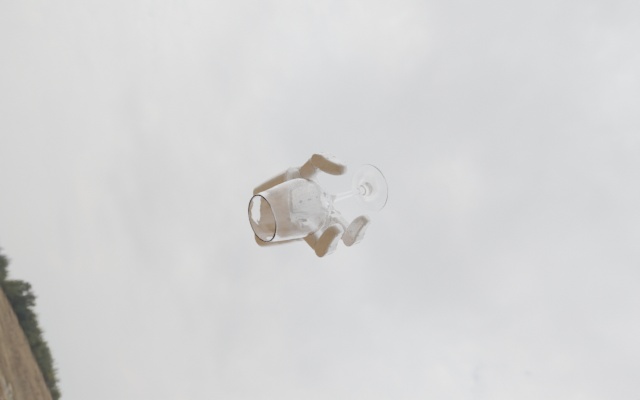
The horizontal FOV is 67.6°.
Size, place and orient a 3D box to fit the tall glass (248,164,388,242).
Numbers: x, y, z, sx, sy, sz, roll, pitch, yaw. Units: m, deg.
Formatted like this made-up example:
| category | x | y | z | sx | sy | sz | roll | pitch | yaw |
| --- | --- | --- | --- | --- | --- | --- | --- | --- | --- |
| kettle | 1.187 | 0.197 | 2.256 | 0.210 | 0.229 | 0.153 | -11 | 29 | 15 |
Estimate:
| category | x | y | z | sx | sy | sz | roll | pitch | yaw |
| --- | --- | --- | --- | --- | --- | --- | --- | --- | --- |
| tall glass | 0.001 | 0.002 | 0.659 | 0.201 | 0.079 | 0.079 | -15 | 10 | -40 |
